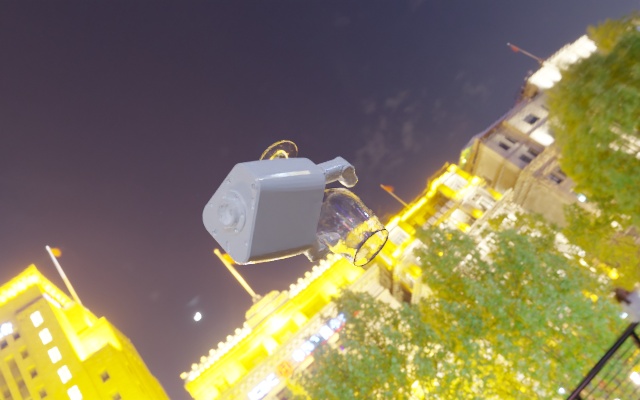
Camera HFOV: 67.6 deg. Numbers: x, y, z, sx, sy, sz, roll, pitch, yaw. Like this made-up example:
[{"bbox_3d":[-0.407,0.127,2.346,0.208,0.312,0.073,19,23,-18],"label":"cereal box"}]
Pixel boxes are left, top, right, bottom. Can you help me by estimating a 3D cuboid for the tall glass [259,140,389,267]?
[{"bbox_3d":[0.000,0.002,0.646,0.201,0.079,0.079,42,24,29],"label":"tall glass"}]
